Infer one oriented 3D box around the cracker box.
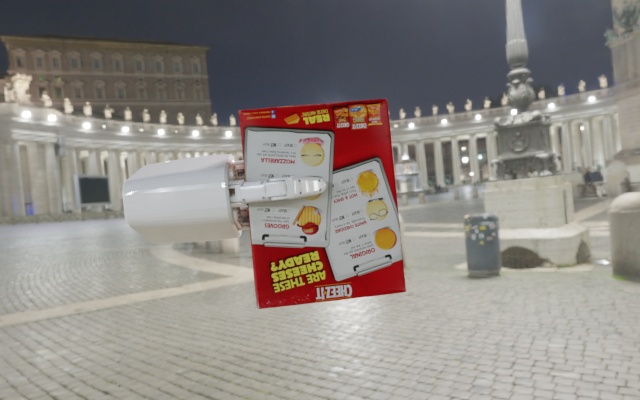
[{"bbox_3d":[0.000,0.002,0.541,0.164,0.213,0.072,-6,0,-4],"label":"cracker box"}]
